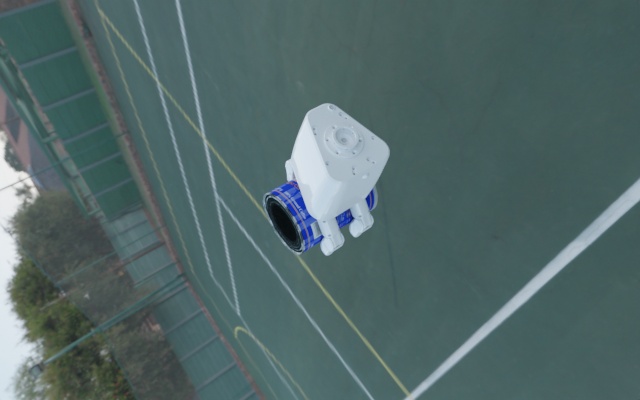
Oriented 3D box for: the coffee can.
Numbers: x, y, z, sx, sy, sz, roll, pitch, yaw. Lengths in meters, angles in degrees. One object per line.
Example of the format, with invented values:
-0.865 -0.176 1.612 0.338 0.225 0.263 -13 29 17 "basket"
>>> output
0.000 0.002 0.716 0.140 0.103 0.103 -31 13 -23 "coffee can"
